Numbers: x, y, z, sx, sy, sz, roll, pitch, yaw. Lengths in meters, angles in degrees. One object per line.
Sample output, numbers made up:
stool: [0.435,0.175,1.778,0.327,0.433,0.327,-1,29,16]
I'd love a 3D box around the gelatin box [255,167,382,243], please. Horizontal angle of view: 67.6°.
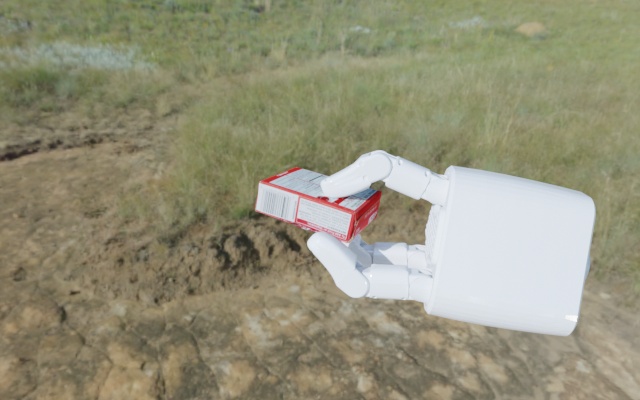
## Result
gelatin box: [0.000,0.001,0.413,0.089,0.030,0.073,18,20,18]
